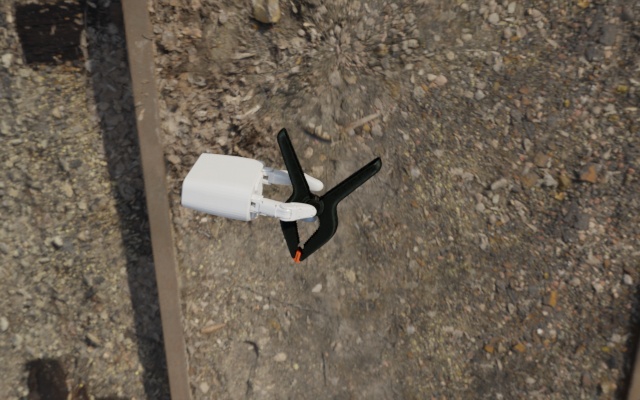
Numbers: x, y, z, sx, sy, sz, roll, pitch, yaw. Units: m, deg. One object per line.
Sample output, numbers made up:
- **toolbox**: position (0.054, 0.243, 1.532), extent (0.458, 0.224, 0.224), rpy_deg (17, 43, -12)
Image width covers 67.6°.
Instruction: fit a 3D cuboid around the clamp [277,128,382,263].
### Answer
- **clamp**: position (0.000, 0.003, 0.751), extent (0.164, 0.210, 0.036), rpy_deg (11, 18, 3)
